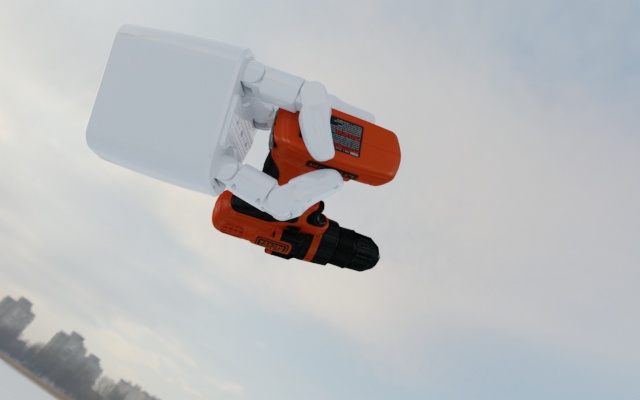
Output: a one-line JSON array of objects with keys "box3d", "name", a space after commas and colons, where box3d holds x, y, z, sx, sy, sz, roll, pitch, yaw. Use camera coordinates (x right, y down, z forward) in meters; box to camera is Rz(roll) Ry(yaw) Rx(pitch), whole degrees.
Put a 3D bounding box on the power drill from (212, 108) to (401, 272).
[{"box3d": [0.000, 0.001, 0.449, 0.184, 0.057, 0.188, 17, -37, -12], "name": "power drill"}]
